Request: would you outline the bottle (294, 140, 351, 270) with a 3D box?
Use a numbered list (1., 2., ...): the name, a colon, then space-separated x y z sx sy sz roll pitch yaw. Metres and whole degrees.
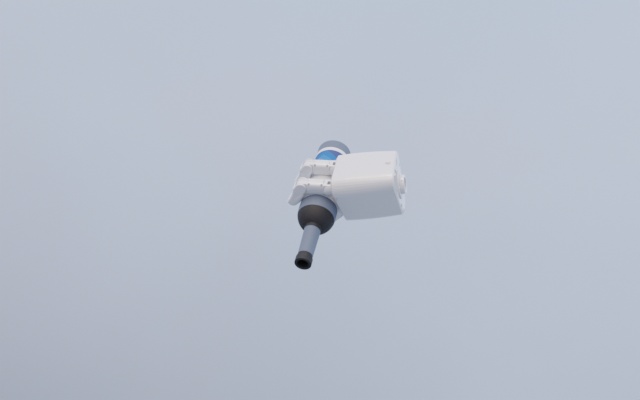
1. bottle: 0.000 0.003 0.848 0.069 0.069 0.295 0 41 14
